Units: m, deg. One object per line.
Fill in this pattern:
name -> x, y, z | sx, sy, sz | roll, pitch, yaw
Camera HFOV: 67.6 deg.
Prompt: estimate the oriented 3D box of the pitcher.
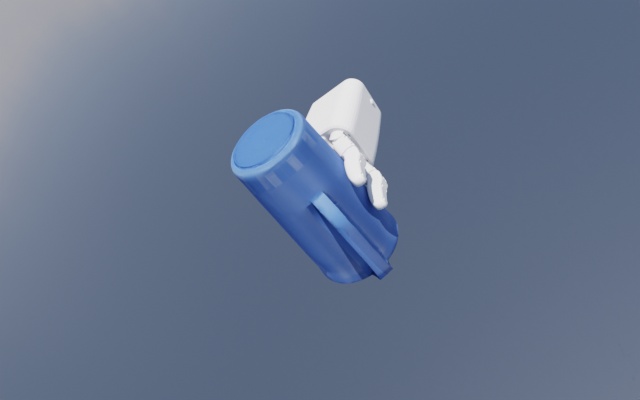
pitcher -> 0.000, 0.002, 0.630 | 0.149, 0.145, 0.243 | -10, -42, 34
